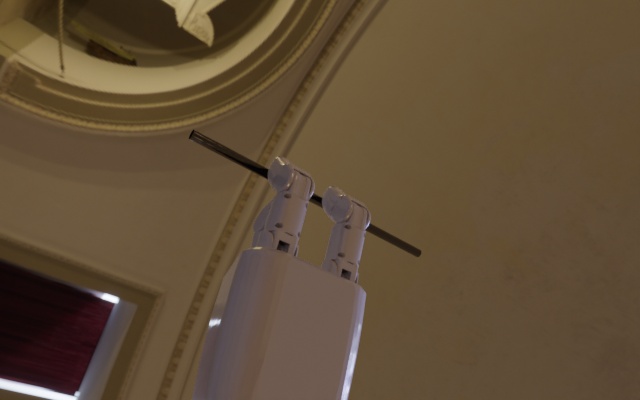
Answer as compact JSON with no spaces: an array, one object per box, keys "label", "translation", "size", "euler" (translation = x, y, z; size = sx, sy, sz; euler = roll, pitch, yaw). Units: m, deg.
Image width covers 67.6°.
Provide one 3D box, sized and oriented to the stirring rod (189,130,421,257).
[{"label":"stirring rod","translation":[0.000,0.001,0.404],"size":[0.239,0.011,0.011],"euler":[28,-14,-28]}]
